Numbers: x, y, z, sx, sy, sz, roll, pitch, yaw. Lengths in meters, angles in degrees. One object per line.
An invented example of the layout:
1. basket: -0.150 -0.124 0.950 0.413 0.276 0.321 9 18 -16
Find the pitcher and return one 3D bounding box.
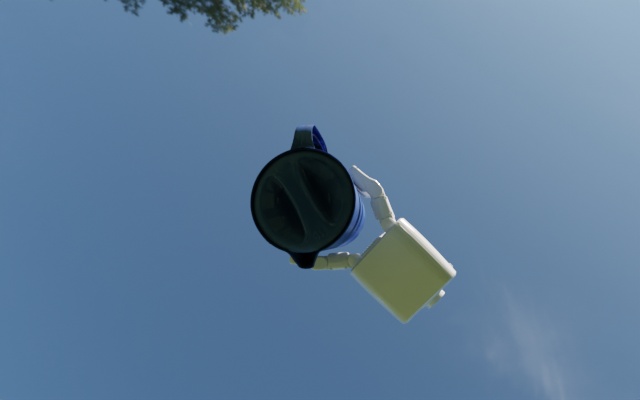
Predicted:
1. pitcher: 0.000 0.002 0.696 0.145 0.149 0.243 42 3 12
